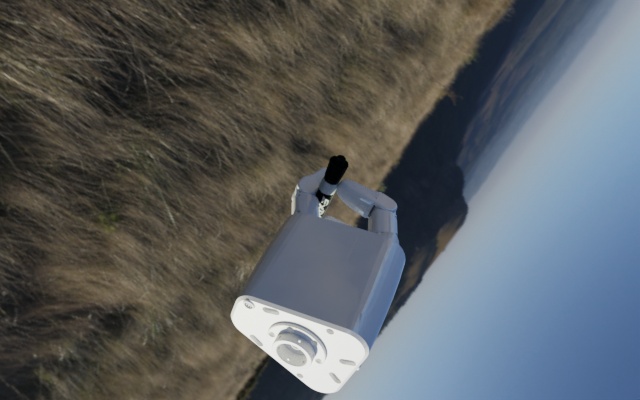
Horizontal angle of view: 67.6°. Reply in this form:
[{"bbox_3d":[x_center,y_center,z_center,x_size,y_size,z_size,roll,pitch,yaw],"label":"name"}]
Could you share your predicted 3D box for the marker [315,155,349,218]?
[{"bbox_3d":[0.000,0.002,0.483,0.020,0.020,0.121,0,-43,-26],"label":"marker"}]
